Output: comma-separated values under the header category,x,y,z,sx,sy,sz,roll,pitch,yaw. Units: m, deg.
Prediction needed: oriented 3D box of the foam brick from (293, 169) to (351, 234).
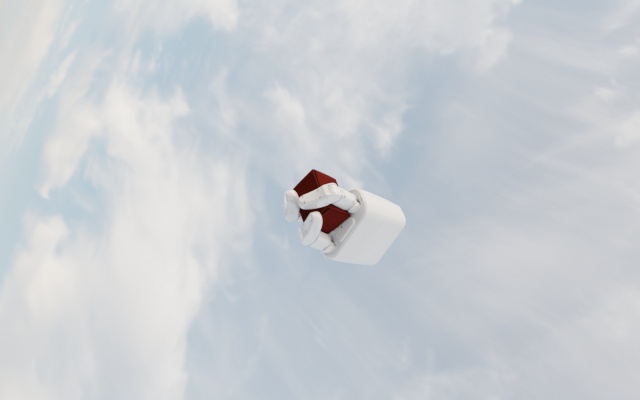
category,x,y,z,sx,sy,sz,roll,pitch,yaw
foam brick,0.000,0.002,0.727,0.051,0.078,0.053,18,-49,-42
